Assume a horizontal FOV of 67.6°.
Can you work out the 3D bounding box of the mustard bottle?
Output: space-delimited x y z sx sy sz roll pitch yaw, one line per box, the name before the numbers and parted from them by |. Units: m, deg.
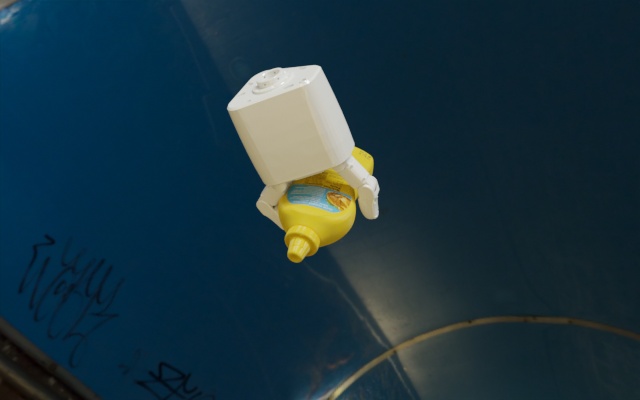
mustard bottle | 0.000 0.002 0.605 0.096 0.058 0.191 13 45 12
